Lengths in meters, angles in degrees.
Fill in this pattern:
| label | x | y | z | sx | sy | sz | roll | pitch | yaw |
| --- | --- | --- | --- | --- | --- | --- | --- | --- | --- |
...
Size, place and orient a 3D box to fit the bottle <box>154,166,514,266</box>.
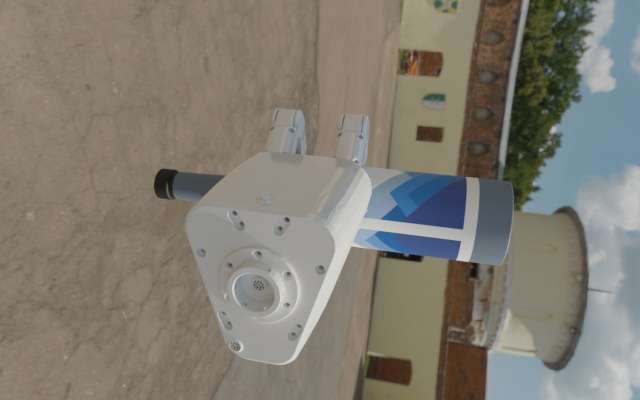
| label | x | y | z | sx | sy | sz | roll | pitch | yaw |
| --- | --- | --- | --- | --- | --- | --- | --- | --- | --- |
| bottle | 0.000 | 0.001 | 0.401 | 0.295 | 0.069 | 0.069 | 7 | 1 | 11 |
